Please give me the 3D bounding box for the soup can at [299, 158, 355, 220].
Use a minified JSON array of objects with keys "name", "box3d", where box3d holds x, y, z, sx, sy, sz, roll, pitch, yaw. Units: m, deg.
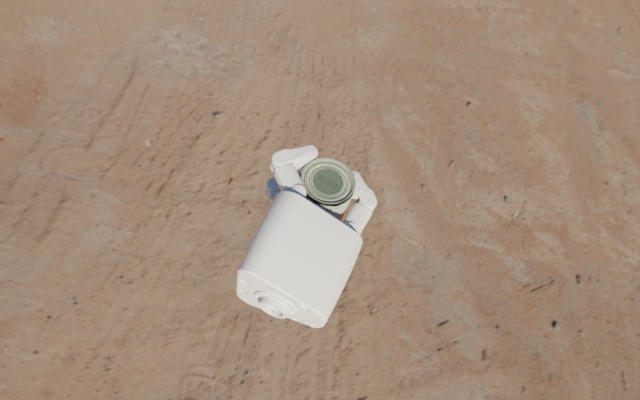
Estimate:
[{"name":"soup can","box3d":[0.000,0.001,0.593,0.068,0.068,0.102,0,-30,-11]}]
